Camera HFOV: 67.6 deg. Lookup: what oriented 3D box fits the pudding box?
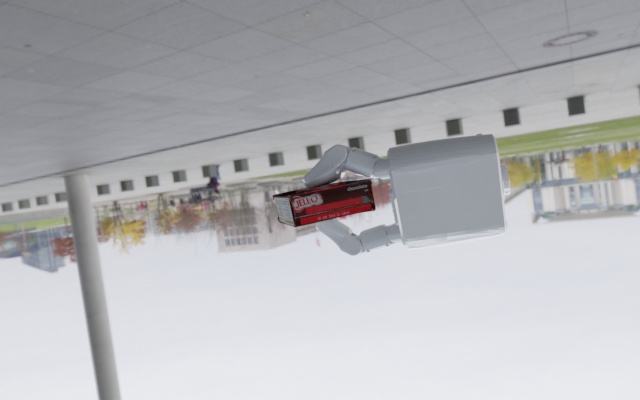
[{"bbox_3d":[0.000,0.002,0.534,0.090,0.039,0.113,-11,1,-14],"label":"pudding box"}]
